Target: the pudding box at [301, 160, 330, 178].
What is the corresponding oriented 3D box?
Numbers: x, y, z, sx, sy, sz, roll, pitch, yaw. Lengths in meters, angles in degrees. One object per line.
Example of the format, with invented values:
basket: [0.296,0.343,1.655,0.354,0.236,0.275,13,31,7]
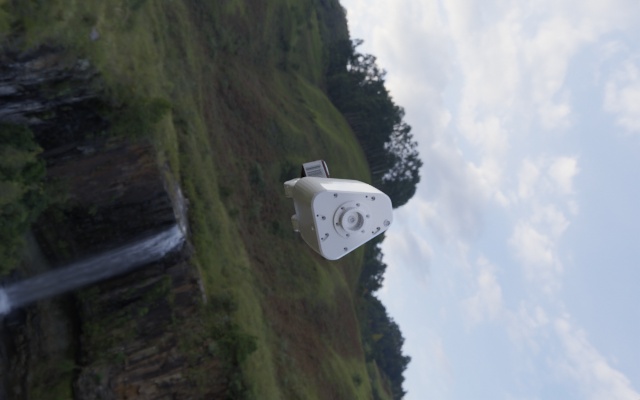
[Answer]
pudding box: [0.000,0.002,0.769,0.039,0.113,0.090,-13,-16,-9]
